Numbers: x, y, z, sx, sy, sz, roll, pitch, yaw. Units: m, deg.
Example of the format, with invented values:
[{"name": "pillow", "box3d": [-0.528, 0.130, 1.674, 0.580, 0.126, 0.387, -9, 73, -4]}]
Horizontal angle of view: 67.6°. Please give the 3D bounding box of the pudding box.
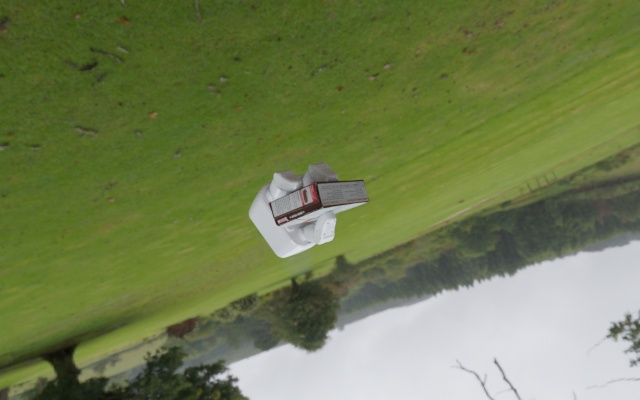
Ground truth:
[{"name": "pudding box", "box3d": [0.000, 0.002, 0.662, 0.090, 0.039, 0.113, -23, -9, 37]}]
